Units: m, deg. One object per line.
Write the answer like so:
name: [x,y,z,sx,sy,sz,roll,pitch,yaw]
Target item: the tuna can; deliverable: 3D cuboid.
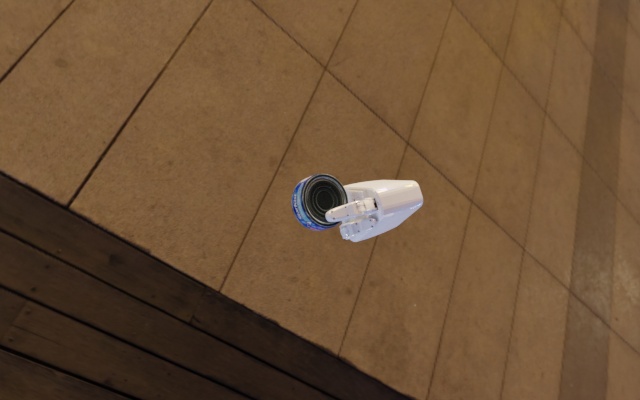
tuna can: [0.000,0.002,0.734,0.086,0.086,0.034,0,-10,-32]
